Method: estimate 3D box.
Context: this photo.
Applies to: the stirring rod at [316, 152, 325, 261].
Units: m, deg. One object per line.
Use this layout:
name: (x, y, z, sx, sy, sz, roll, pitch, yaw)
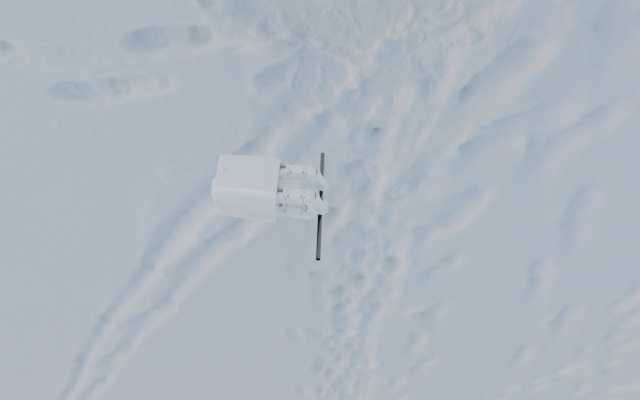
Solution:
stirring rod: (0.000, 0.003, 0.857, 0.011, 0.239, 0.011, 2, -39, 1)
